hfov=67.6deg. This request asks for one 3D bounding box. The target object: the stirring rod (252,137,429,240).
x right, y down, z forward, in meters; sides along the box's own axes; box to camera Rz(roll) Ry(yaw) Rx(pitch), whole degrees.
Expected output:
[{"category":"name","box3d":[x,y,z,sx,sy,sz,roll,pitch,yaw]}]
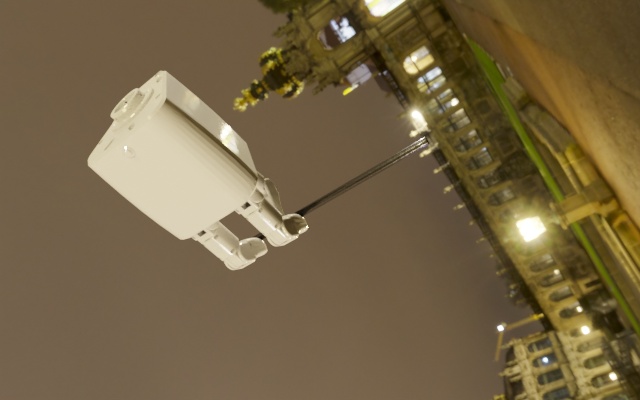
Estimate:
[{"category":"stirring rod","box3d":[0.000,0.001,0.478,0.239,0.011,0.011,-30,-12,22]}]
